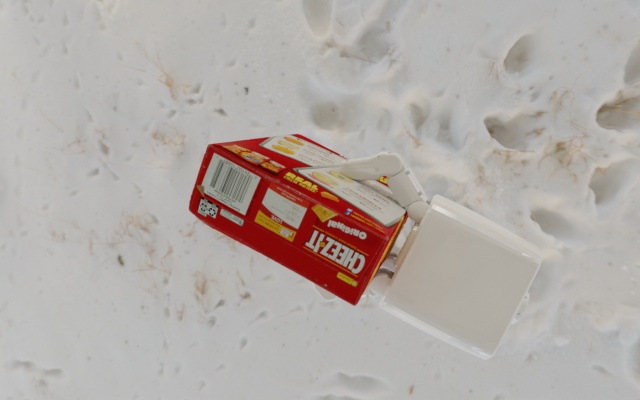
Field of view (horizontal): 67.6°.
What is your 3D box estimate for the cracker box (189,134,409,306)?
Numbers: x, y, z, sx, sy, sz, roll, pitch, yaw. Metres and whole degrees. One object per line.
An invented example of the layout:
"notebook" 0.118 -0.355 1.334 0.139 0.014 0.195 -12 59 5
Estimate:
"cracker box" 0.000 0.001 0.470 0.164 0.072 0.213 27 17 11
